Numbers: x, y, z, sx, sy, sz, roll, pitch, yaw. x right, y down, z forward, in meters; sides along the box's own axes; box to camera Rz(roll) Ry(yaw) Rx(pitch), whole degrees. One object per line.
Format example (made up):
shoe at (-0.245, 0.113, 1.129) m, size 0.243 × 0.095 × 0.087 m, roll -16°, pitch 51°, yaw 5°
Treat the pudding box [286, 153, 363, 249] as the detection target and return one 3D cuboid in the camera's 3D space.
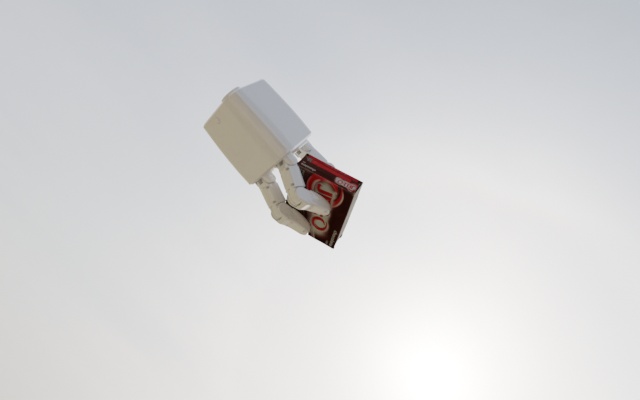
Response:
pudding box at (0.000, 0.002, 0.666) m, size 0.090 × 0.114 × 0.039 m, roll 29°, pitch 45°, yaw 13°
